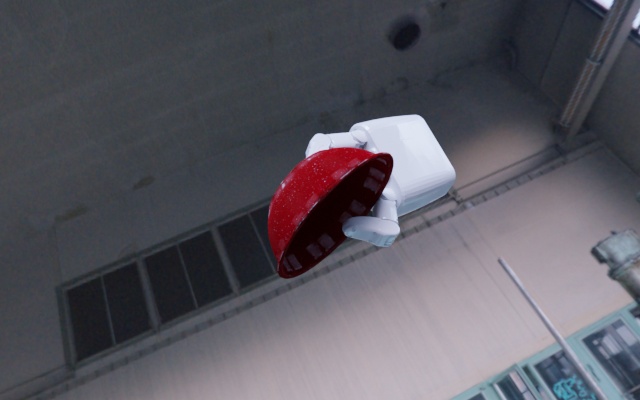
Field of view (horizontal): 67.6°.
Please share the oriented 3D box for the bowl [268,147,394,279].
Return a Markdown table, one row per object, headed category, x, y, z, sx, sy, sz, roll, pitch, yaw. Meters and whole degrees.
| category | x | y | z | sx | sy | sz | roll | pitch | yaw |
| --- | --- | --- | --- | --- | --- | --- | --- | --- | --- |
| bowl | -0.001 | 0.002 | 0.479 | 0.055 | 0.162 | 0.162 | 42 | 16 | 18 |
